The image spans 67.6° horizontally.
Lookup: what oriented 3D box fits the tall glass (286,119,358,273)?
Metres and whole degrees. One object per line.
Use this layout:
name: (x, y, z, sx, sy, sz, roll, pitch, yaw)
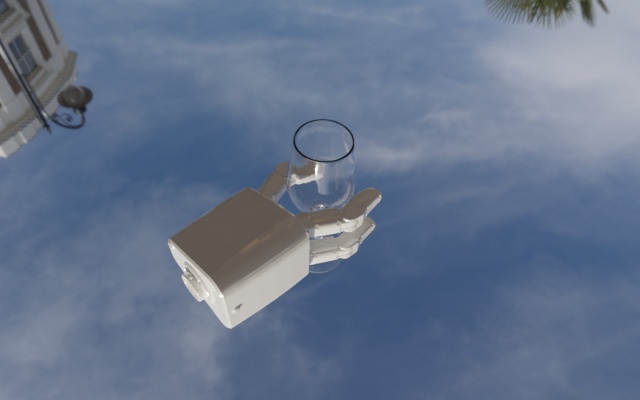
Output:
tall glass: (0.000, 0.002, 0.552, 0.079, 0.079, 0.201, 0, -39, -3)
